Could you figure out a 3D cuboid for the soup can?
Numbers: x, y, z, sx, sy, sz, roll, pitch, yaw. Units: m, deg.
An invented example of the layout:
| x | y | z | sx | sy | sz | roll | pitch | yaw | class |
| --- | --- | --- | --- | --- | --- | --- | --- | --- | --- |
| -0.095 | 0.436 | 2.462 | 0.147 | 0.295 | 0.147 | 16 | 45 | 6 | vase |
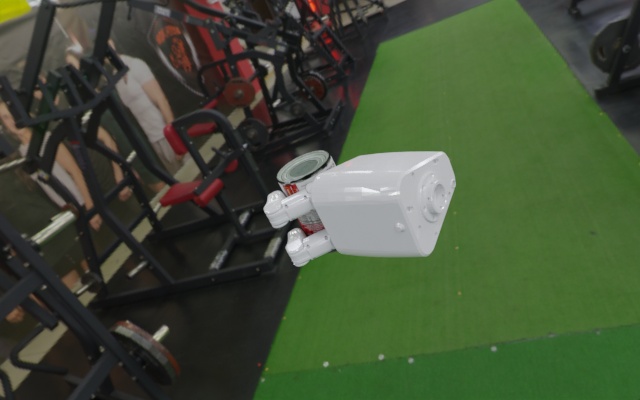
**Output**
| x | y | z | sx | sy | sz | roll | pitch | yaw | class |
| --- | --- | --- | --- | --- | --- | --- | --- | --- | --- |
| 0.000 | 0.002 | 0.558 | 0.068 | 0.102 | 0.068 | -21 | 26 | 11 | soup can |
